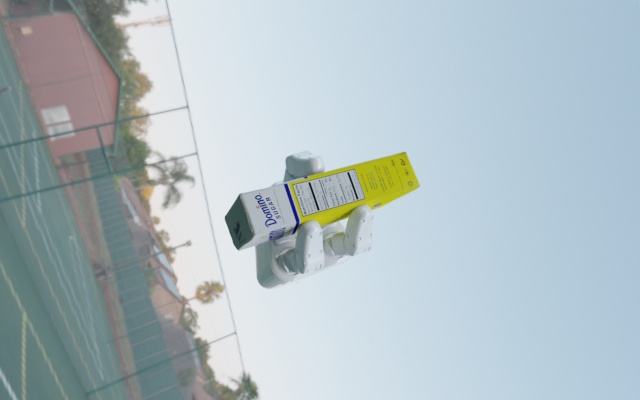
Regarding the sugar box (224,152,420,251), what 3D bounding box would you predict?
[{"bbox_3d":[0.000,0.002,0.475,0.176,0.048,0.093,-19,-8,-23],"label":"sugar box"}]
